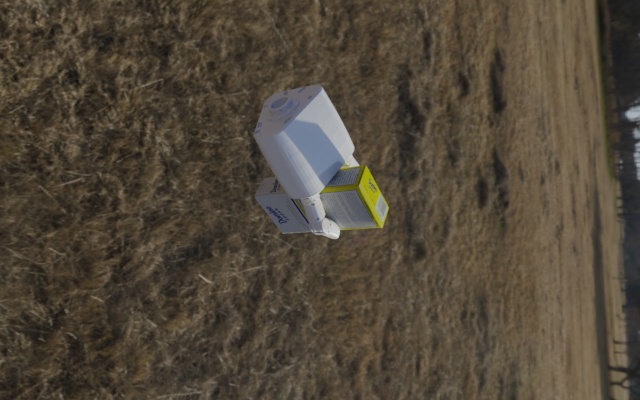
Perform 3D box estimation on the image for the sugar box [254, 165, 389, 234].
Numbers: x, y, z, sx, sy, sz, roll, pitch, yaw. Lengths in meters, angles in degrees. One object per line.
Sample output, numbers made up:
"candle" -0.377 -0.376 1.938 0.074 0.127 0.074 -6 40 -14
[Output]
"sugar box" 0.000 0.002 0.698 0.176 0.048 0.093 -3 -43 32
